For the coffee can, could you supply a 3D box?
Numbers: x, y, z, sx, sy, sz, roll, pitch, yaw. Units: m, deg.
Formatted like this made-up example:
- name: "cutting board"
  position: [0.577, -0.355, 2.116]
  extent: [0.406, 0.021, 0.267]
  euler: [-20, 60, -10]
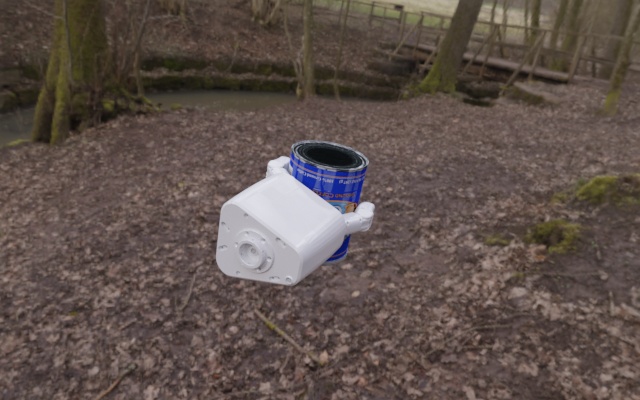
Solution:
- name: "coffee can"
  position: [0.000, 0.002, 0.647]
  extent: [0.103, 0.140, 0.102]
  euler: [10, 24, -4]
